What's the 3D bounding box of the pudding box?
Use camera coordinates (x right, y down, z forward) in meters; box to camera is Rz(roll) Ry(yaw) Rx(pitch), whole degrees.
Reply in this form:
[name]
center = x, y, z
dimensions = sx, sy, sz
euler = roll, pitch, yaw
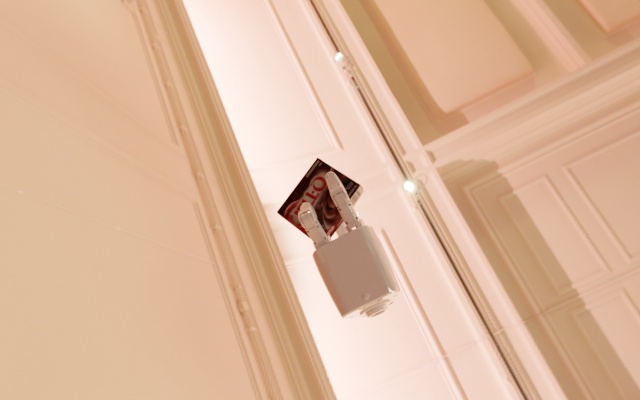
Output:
[pudding box]
center = 0.000, 0.003, 0.753
dimensions = 0.090, 0.113, 0.039
euler = 35, -6, 24
